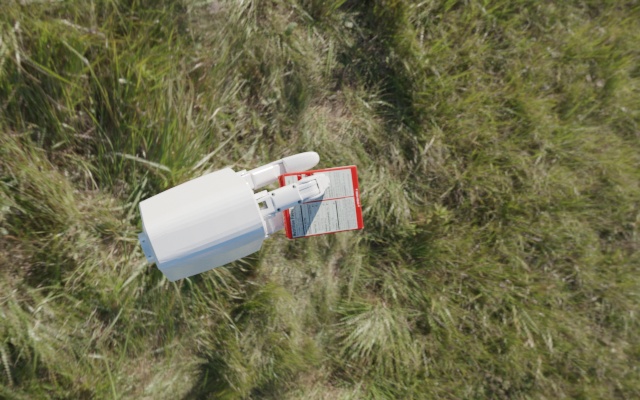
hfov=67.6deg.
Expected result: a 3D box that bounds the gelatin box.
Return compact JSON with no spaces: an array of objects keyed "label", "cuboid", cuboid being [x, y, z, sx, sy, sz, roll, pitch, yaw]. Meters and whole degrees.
[{"label":"gelatin box","cuboid":[0.001,0.002,0.543,0.089,0.073,0.030,-8,2,-12]}]
